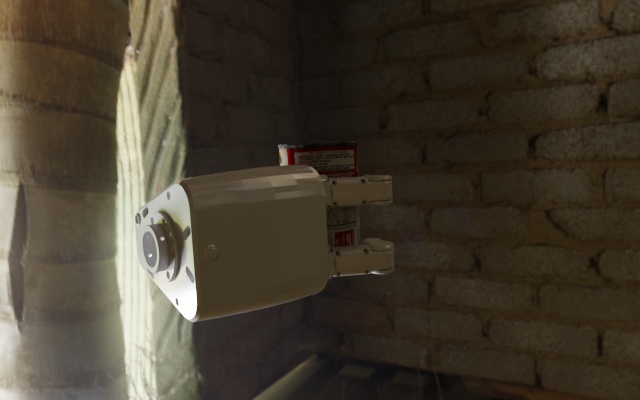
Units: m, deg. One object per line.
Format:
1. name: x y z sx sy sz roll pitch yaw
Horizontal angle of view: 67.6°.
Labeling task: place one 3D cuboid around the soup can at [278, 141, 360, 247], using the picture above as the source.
1. soup can: 0.000 0.002 0.413 0.068 0.102 0.068 -3 6 0
